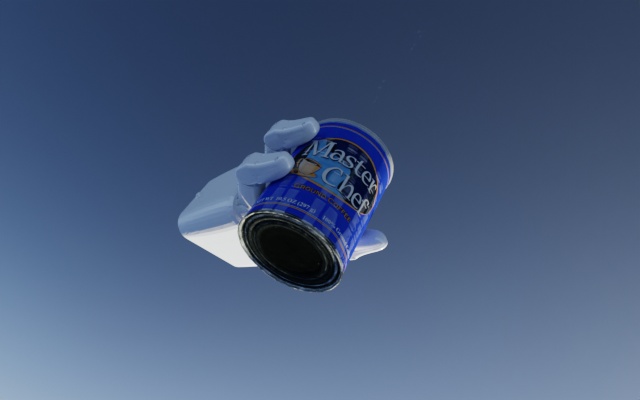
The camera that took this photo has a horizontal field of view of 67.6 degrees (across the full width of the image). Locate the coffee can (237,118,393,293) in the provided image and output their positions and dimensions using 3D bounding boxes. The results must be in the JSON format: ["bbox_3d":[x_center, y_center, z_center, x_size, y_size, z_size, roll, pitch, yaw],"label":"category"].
[{"bbox_3d":[0.000,0.001,0.461,0.103,0.103,0.140,0,41,32],"label":"coffee can"}]
